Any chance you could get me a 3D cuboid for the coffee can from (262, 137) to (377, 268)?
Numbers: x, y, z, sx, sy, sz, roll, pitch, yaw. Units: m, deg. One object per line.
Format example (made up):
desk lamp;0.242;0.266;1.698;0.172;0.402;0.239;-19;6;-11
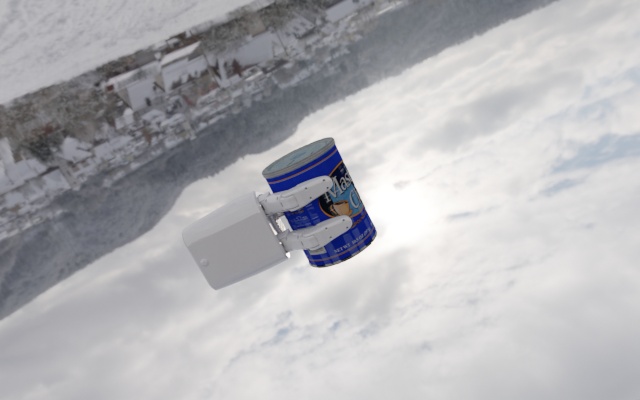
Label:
coffee can;0.000;0.002;0.628;0.103;0.140;0.102;-25;15;7
